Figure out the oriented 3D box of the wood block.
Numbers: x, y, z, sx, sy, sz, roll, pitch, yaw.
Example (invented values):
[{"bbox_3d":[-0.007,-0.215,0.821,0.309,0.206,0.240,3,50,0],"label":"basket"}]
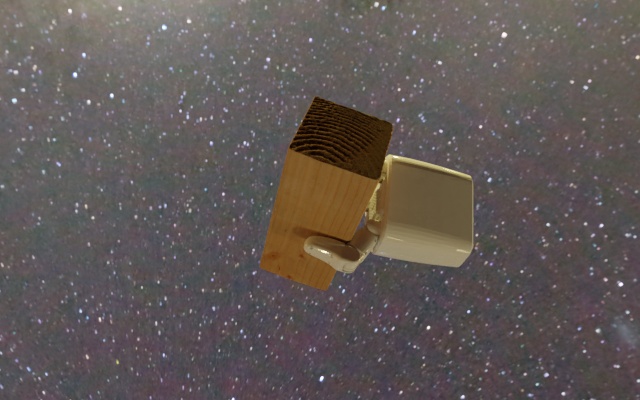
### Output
[{"bbox_3d":[0.000,0.002,0.536,0.090,0.090,0.206,20,-42,0],"label":"wood block"}]
